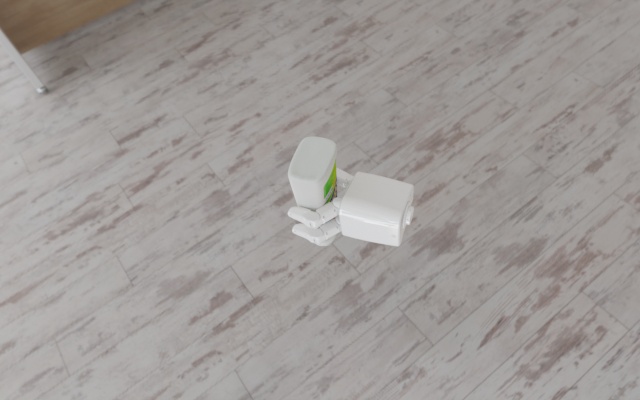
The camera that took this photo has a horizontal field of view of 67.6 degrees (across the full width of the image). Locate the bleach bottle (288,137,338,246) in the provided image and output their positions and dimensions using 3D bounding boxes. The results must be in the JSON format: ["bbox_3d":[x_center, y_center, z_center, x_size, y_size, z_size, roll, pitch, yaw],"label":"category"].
[{"bbox_3d":[0.000,0.003,0.885,0.068,0.102,0.251,13,-32,17],"label":"bleach bottle"}]
